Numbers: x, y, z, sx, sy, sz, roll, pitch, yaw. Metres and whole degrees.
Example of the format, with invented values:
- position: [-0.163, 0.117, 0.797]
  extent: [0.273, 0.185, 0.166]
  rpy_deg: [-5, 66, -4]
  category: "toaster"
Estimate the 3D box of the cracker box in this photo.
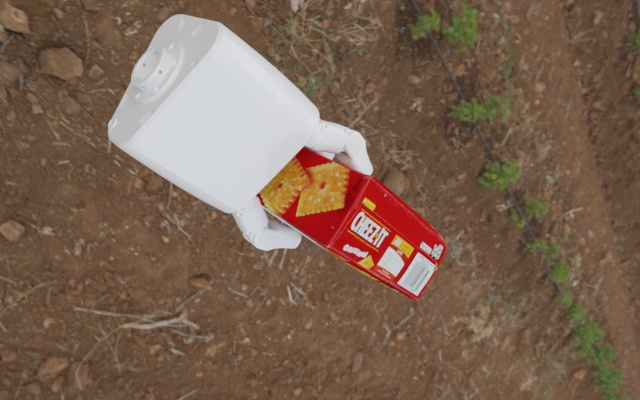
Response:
- position: [0.000, 0.002, 0.477]
  extent: [0.213, 0.072, 0.164]
  rpy_deg: [30, -3, 44]
  category: "cracker box"
